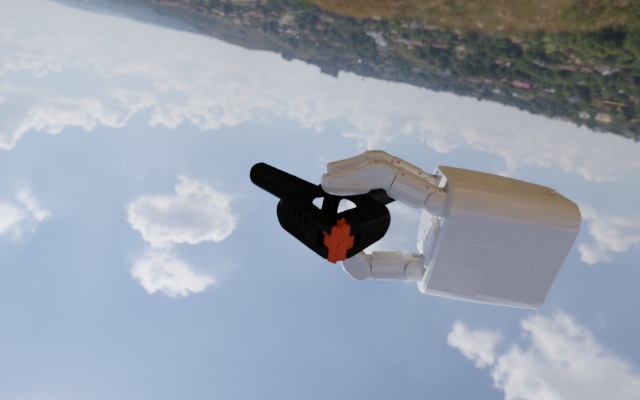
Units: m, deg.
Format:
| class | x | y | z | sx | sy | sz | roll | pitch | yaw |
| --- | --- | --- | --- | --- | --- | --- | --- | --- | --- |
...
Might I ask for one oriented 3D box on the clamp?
| class | x | y | z | sx | sy | sz | roll | pitch | yaw |
| --- | --- | --- | --- | --- | --- | --- | --- | --- | --- |
| clamp | 0.000 | 0.002 | 0.430 | 0.164 | 0.036 | 0.210 | 7 | 15 | 3 |
